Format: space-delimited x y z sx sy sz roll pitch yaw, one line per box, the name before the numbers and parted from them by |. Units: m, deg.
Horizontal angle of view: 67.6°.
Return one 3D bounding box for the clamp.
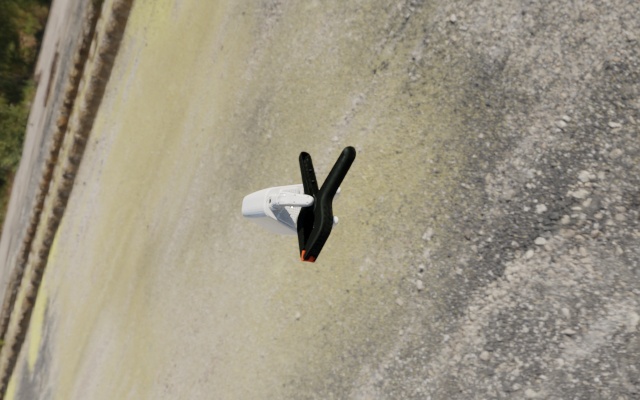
clamp | -0.001 0.003 0.833 0.036 0.210 0.164 12 -11 -31
